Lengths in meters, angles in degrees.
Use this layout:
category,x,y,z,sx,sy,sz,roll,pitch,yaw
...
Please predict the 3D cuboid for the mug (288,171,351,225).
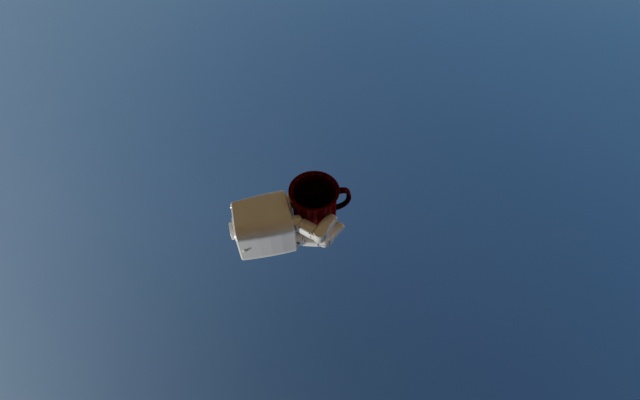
category,x,y,z,sx,sy,sz,roll,pitch,yaw
mug,0.002,0.003,0.893,0.117,0.093,0.082,-13,-36,-9
